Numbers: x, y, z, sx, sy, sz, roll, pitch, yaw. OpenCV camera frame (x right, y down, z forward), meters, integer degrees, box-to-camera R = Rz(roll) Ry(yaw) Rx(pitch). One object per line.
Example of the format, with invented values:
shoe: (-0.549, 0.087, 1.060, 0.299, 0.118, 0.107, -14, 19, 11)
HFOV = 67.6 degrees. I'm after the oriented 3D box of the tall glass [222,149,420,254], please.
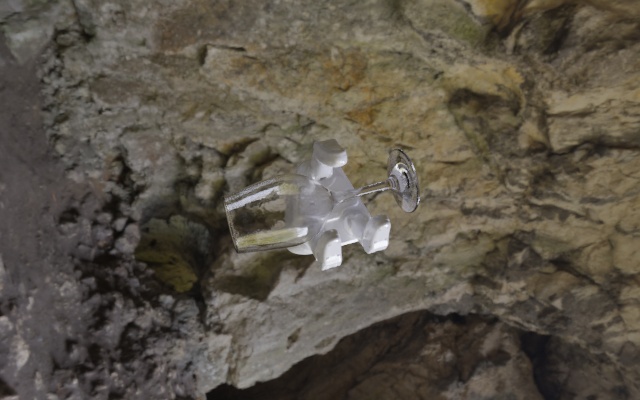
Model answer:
tall glass: (0.001, 0.001, 0.516, 0.201, 0.079, 0.079, -14, 4, -14)
